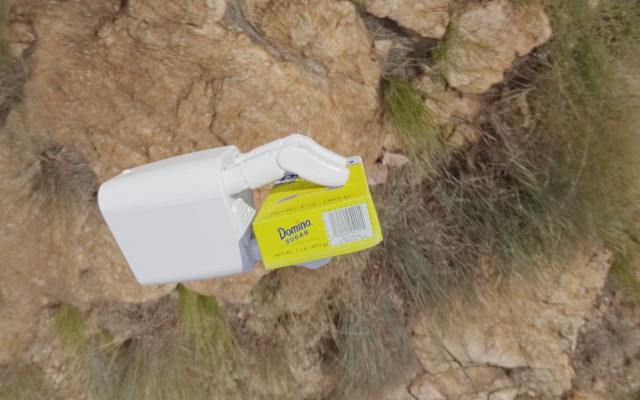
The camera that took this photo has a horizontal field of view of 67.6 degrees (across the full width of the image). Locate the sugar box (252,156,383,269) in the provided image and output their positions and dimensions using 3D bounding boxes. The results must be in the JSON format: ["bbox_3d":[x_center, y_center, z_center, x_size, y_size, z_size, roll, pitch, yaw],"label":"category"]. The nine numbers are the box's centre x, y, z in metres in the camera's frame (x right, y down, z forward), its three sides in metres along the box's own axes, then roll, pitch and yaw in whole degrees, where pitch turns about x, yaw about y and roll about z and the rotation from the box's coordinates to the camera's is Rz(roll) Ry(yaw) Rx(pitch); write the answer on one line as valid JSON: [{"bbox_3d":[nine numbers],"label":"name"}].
[{"bbox_3d":[0.000,0.001,0.436,0.093,0.048,0.176,-13,17,5],"label":"sugar box"}]
